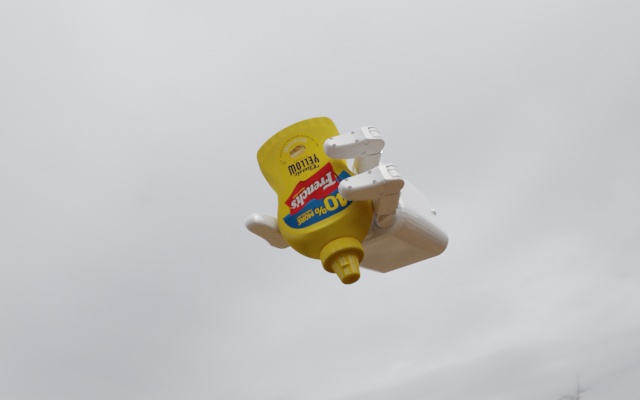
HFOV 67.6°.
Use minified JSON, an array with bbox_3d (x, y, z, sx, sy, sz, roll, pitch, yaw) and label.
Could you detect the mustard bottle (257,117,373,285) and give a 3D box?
[{"bbox_3d":[0.000,0.001,0.485,0.096,0.191,0.058,-25,-38,3],"label":"mustard bottle"}]
